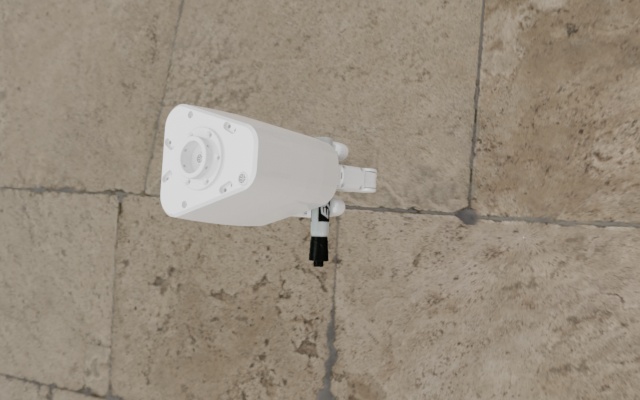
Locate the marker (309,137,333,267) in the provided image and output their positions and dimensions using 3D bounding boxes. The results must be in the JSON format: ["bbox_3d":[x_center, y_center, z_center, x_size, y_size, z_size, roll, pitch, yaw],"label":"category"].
[{"bbox_3d":[0.000,0.001,0.449,0.020,0.121,0.020,2,-3,0],"label":"marker"}]
